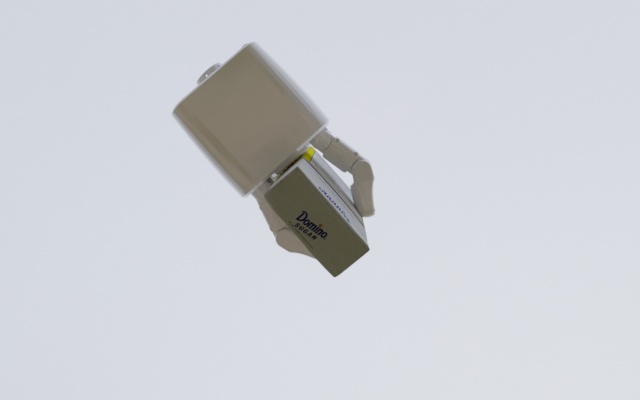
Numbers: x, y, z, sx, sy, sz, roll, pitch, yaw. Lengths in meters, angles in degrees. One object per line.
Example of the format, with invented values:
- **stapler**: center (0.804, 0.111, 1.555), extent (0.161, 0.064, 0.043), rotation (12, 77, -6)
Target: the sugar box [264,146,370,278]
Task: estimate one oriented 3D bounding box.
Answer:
- **sugar box**: center (0.000, 0.002, 0.466), extent (0.048, 0.093, 0.176), rotation (-40, 7, 12)
